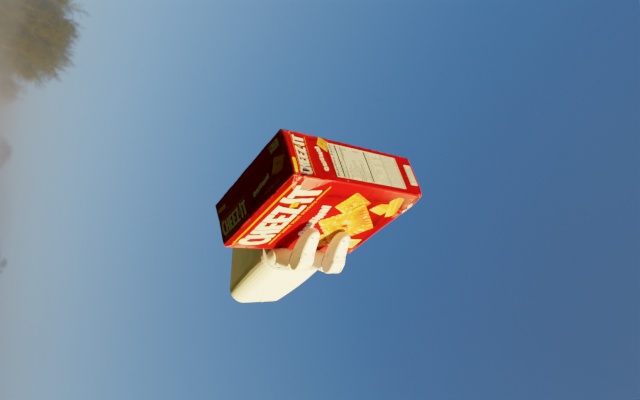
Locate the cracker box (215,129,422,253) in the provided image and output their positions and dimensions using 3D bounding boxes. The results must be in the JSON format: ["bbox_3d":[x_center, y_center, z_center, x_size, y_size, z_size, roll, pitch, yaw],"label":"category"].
[{"bbox_3d":[0.000,0.002,0.618,0.214,0.072,0.164,7,-37,-39],"label":"cracker box"}]
